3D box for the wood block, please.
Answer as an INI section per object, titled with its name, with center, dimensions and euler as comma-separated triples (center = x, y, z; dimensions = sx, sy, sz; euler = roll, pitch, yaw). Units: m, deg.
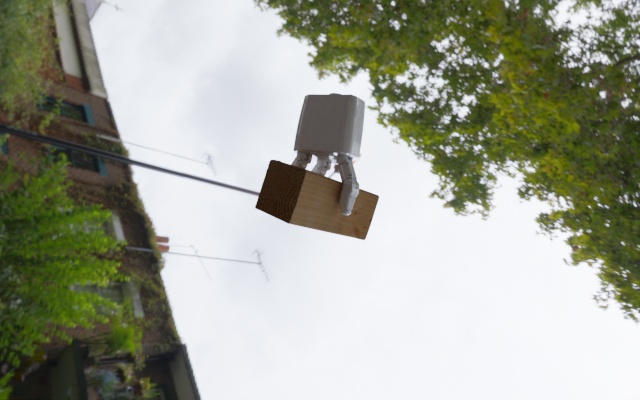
[wood block]
center = 0.001, 0.002, 0.837
dimensions = 0.091, 0.090, 0.206
euler = 20, 3, 42
